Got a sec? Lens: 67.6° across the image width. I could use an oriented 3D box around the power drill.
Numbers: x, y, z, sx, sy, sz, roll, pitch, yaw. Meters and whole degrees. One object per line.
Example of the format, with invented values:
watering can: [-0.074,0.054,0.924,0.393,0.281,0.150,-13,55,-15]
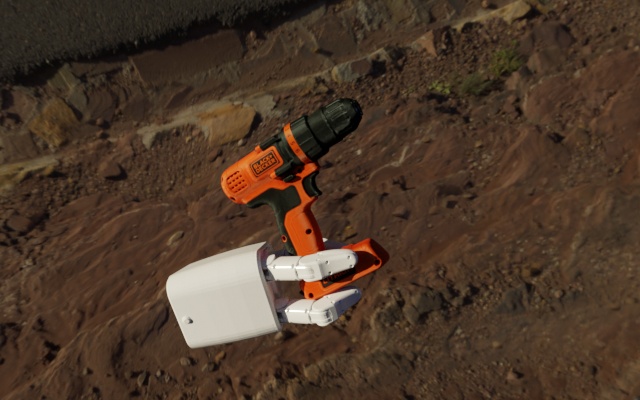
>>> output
power drill: [0.000,0.002,0.536,0.184,0.187,0.057,-31,-4,19]
